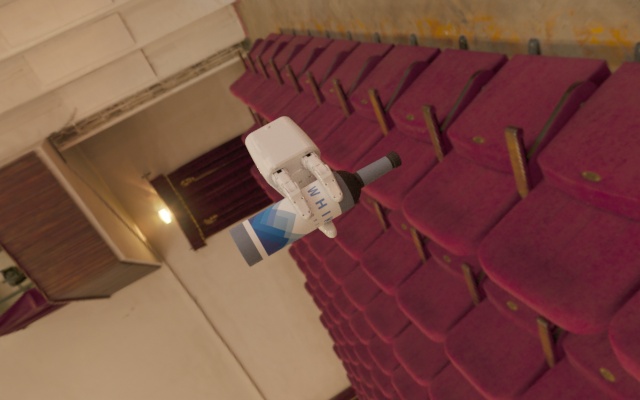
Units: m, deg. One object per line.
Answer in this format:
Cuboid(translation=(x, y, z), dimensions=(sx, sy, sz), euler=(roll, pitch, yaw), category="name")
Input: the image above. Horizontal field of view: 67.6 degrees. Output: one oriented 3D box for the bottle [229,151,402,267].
Cuboid(translation=(0.000, 0.003, 0.762), dimensions=(0.295, 0.069, 0.069), euler=(-30, 5, -9), category="bottle")
